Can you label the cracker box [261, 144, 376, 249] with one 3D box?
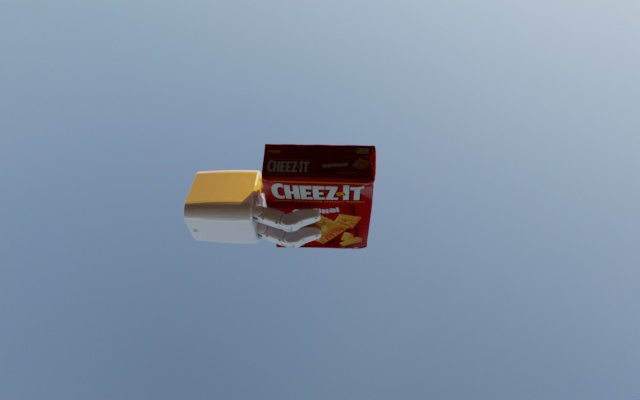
[{"bbox_3d":[0.000,0.002,0.767,0.164,0.072,0.214,1,-32,2],"label":"cracker box"}]
